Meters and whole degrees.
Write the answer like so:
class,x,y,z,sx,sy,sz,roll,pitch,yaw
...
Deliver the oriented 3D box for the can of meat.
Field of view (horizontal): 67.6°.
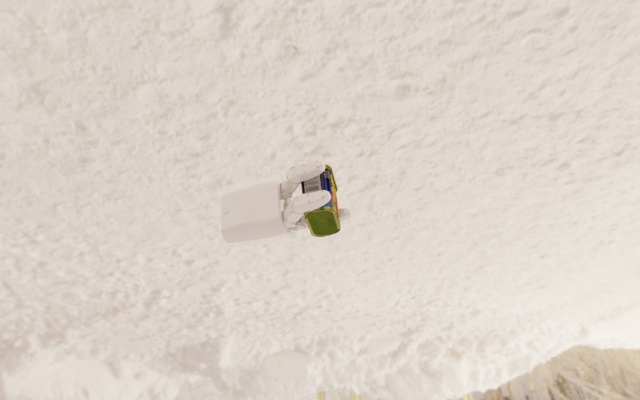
class,x,y,z,sx,sy,sz,roll,pitch,yaw
can of meat,0.000,0.003,0.789,0.057,0.084,0.102,-9,-30,6
